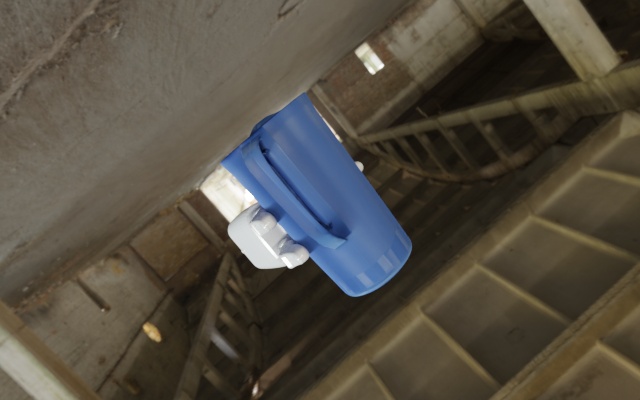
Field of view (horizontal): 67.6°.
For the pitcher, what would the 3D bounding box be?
[{"bbox_3d":[0.000,0.002,0.585,0.149,0.243,0.145,-45,10,-30],"label":"pitcher"}]
